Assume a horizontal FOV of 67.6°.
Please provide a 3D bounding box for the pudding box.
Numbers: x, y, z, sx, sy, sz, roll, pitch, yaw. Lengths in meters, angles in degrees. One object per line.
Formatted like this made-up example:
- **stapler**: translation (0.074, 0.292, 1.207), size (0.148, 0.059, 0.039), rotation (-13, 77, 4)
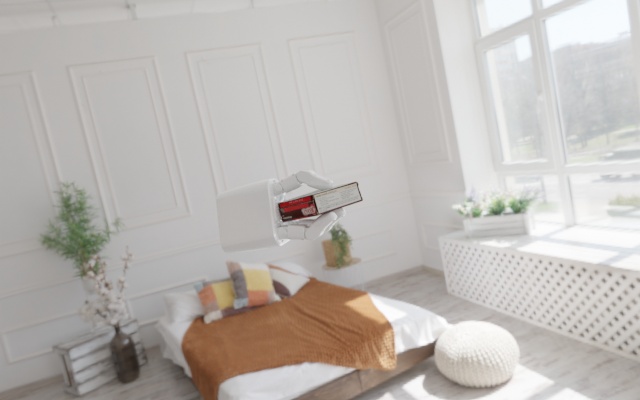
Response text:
- **pudding box**: translation (0.000, 0.002, 0.795), size (0.113, 0.039, 0.090), rotation (-20, 6, -44)
